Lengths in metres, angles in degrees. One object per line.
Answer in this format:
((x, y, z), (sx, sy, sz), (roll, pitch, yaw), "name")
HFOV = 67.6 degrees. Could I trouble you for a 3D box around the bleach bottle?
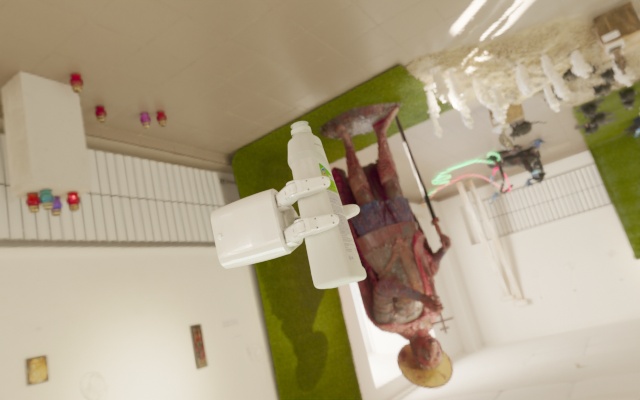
((0.000, 0.002, 0.718), (0.068, 0.250, 0.102), (-18, -14, 14), "bleach bottle")
